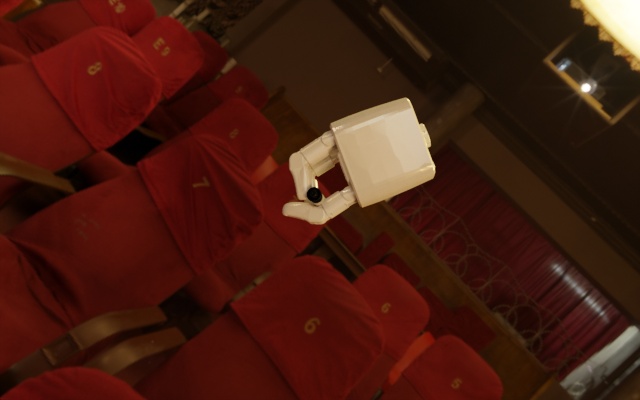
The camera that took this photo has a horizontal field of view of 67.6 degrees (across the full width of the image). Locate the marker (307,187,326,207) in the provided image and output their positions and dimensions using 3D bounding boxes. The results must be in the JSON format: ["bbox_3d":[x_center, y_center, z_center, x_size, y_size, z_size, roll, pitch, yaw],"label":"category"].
[{"bbox_3d":[0.000,0.002,0.647,0.020,0.020,0.121,0,-11,9],"label":"marker"}]
